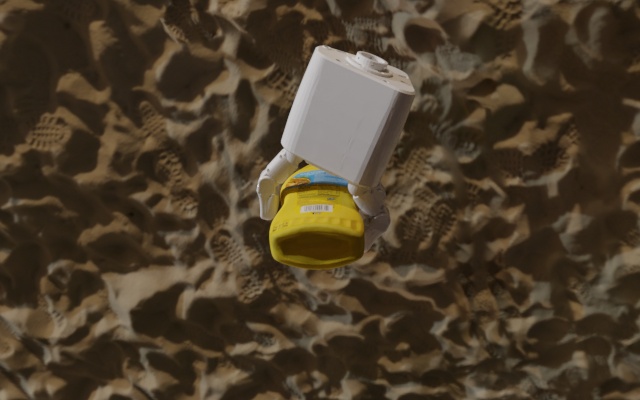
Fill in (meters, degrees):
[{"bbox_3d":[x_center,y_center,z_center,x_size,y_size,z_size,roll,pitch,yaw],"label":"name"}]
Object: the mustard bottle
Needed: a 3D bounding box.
[{"bbox_3d":[0.000,0.002,0.555,0.096,0.058,0.191,-3,29,4],"label":"mustard bottle"}]
